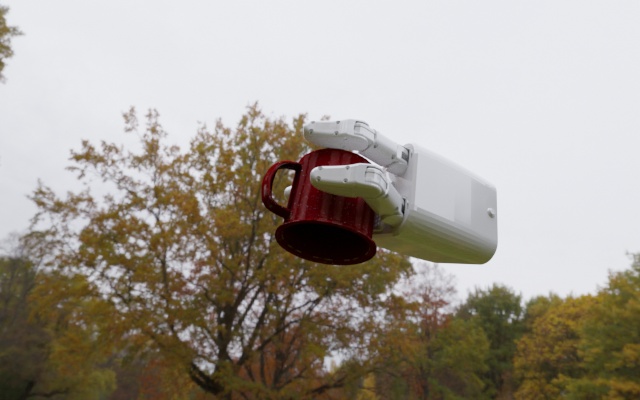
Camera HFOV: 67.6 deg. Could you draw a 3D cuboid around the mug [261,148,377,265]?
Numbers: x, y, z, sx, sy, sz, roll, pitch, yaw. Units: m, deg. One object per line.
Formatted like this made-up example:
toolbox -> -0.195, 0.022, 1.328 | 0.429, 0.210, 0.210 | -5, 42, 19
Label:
mug -> -0.001, 0.001, 0.444 | 0.117, 0.081, 0.093 | 22, -30, -19
